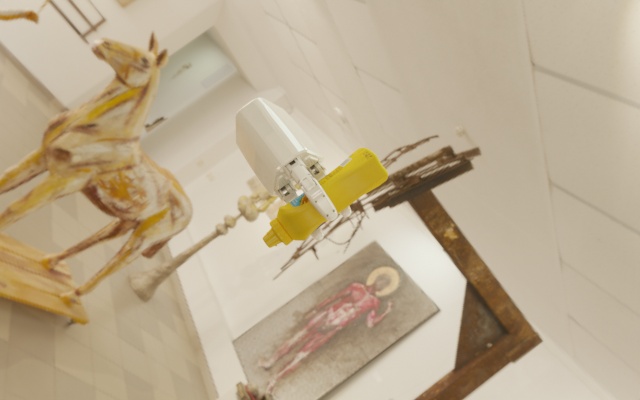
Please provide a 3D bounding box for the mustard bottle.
[{"bbox_3d":[0.001,0.002,0.671,0.191,0.058,0.096,-36,12,-3],"label":"mustard bottle"}]
